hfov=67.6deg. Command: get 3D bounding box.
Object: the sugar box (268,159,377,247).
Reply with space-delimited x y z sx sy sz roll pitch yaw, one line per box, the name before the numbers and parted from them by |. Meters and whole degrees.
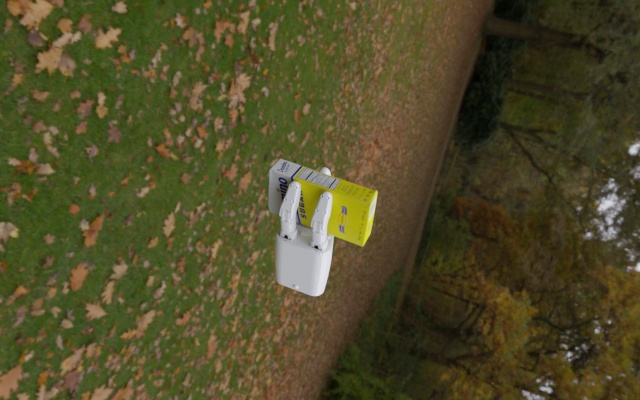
sugar box | 0.000 0.003 0.780 0.176 0.093 0.048 17 40 14
